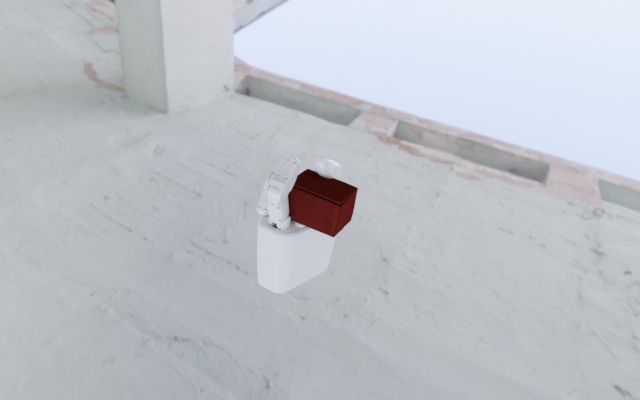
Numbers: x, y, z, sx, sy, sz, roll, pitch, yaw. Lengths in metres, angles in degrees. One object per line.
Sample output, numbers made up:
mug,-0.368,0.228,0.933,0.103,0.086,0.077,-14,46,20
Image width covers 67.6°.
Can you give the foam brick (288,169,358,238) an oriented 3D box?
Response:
foam brick,0.000,0.002,0.607,0.078,0.051,0.053,22,34,21
